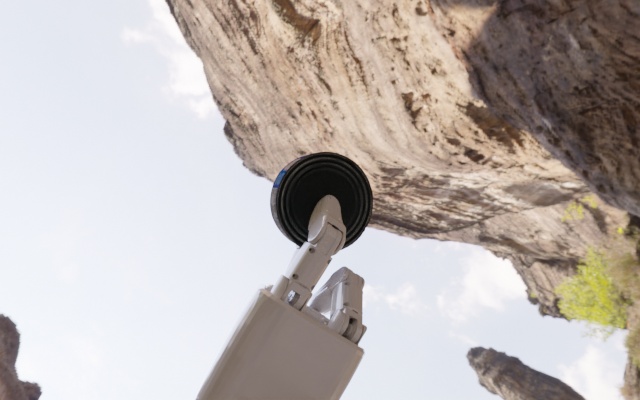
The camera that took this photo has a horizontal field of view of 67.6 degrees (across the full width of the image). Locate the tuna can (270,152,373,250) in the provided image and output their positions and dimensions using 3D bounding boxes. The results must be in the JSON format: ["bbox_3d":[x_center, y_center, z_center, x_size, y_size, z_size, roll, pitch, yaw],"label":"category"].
[{"bbox_3d":[0.000,0.001,0.415,0.086,0.086,0.034,0,3,-17],"label":"tuna can"}]
